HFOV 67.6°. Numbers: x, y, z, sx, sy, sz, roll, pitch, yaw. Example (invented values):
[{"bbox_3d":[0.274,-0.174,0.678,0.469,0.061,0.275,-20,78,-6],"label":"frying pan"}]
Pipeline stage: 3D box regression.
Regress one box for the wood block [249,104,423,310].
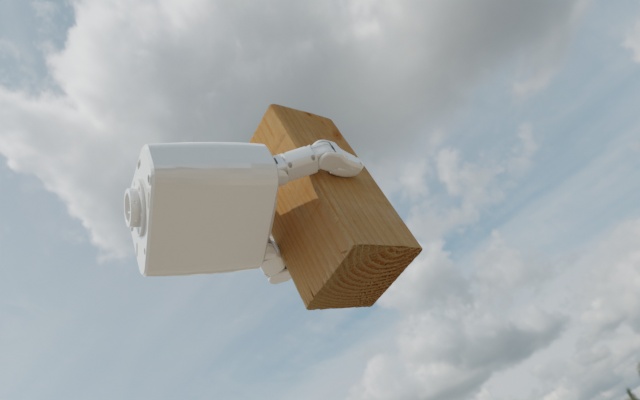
[{"bbox_3d":[0.000,0.001,0.497,0.090,0.091,0.206,8,39,-39],"label":"wood block"}]
